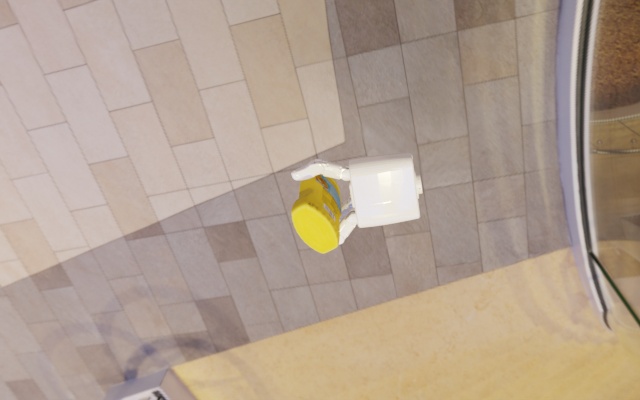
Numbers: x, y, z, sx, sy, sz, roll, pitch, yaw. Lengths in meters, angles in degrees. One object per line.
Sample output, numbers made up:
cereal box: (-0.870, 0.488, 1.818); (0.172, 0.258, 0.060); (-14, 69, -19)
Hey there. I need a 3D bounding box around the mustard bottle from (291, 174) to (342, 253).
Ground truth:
mustard bottle: (0.000, 0.003, 0.835); (0.058, 0.096, 0.191); (-31, 21, 20)
